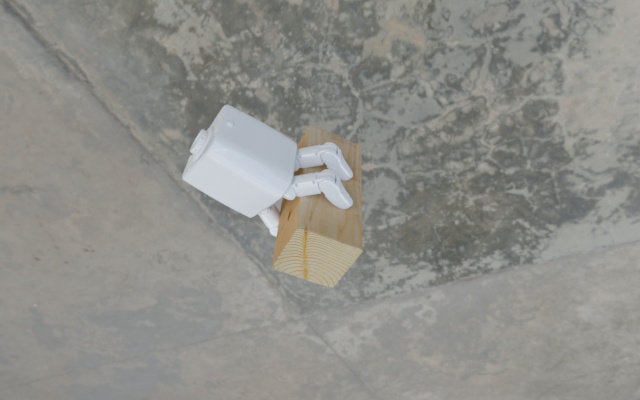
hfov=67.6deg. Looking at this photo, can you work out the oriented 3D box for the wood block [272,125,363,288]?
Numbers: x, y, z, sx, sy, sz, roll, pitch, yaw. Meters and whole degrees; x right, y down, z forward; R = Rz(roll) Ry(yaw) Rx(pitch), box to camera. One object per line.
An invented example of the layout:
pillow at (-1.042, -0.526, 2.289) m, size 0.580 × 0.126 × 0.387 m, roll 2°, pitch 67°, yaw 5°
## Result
wood block at (0.000, 0.002, 0.665) m, size 0.090 × 0.206 × 0.091 m, roll 20°, pitch -48°, yaw -15°
